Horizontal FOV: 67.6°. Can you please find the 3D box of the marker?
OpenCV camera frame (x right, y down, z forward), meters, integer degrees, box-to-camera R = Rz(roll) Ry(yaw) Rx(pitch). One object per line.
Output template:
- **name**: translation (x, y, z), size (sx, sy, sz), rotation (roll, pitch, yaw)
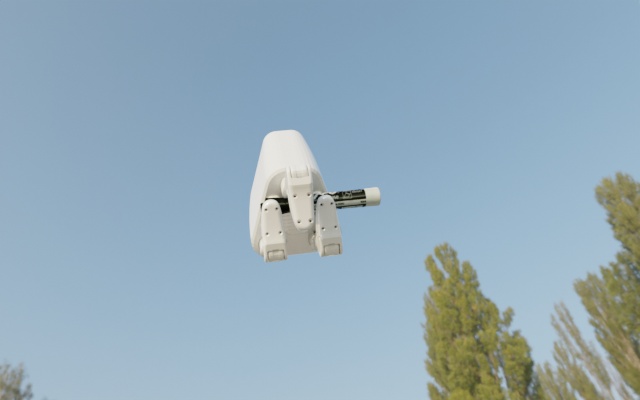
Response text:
- **marker**: translation (0.000, 0.002, 0.481), size (0.121, 0.020, 0.020), rotation (-6, 1, -8)
